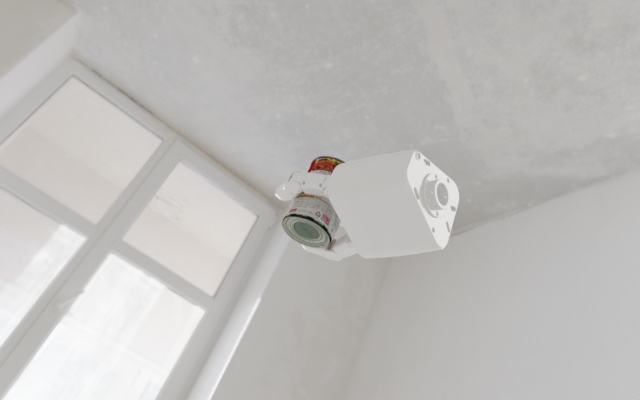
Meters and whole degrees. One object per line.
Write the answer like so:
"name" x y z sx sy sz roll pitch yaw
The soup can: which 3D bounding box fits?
"soup can" 0.000 0.002 0.618 0.068 0.102 0.069 17 -34 12
